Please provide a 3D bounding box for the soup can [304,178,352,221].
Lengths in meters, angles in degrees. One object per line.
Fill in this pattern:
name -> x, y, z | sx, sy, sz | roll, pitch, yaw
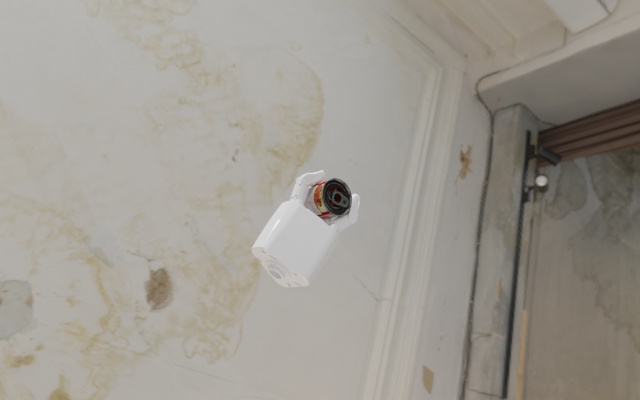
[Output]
soup can -> 0.000, 0.002, 0.877 | 0.068, 0.068, 0.102 | 0, -10, -37
